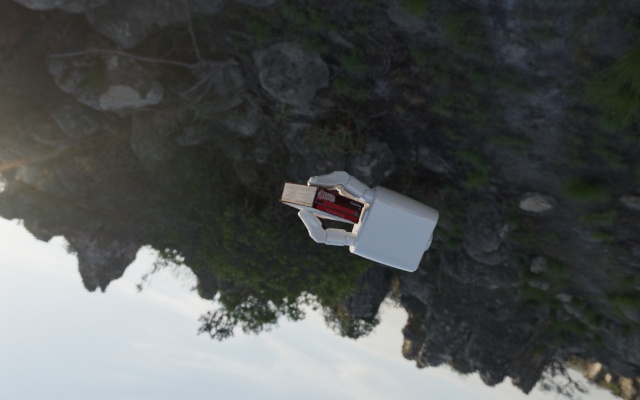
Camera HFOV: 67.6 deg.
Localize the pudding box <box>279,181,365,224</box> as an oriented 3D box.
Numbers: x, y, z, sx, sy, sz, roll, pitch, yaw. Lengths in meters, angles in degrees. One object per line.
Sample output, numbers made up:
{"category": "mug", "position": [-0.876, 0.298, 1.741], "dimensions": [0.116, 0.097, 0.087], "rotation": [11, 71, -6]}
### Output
{"category": "pudding box", "position": [0.000, 0.003, 0.753], "dimensions": [0.090, 0.039, 0.113], "rotation": [22, -8, -31]}
